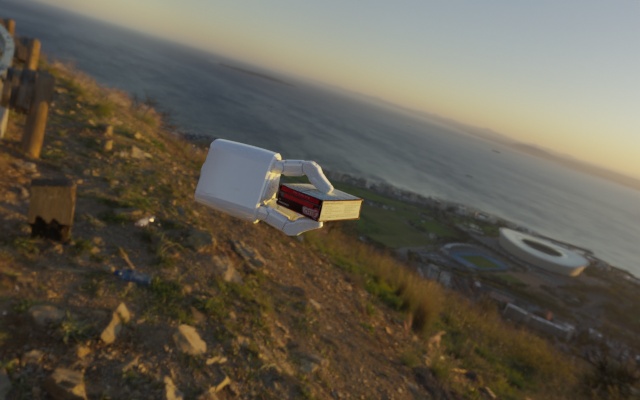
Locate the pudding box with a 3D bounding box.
[{"bbox_3d":[0.000,0.002,0.761,0.090,0.039,0.113,23,17,36],"label":"pudding box"}]
